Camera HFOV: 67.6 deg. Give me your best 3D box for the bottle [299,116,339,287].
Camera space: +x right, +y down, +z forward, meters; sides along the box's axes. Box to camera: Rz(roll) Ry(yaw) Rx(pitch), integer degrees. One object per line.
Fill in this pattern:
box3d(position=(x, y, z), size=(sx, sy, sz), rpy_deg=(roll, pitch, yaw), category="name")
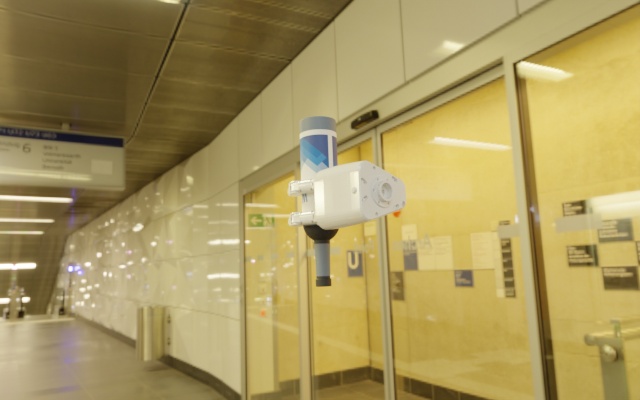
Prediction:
box3d(position=(0.000, 0.003, 0.845), size=(0.069, 0.295, 0.069), rpy_deg=(-2, -8, 0), category="bottle")
